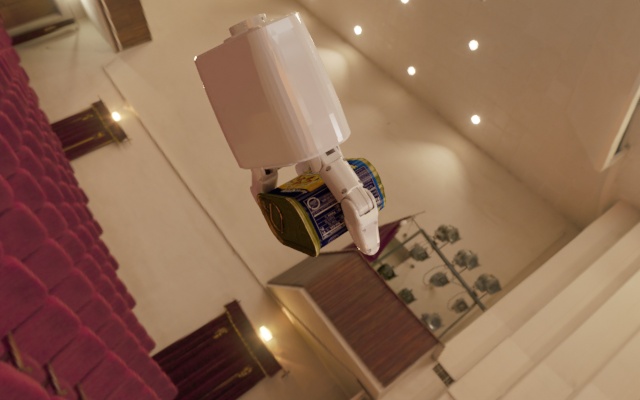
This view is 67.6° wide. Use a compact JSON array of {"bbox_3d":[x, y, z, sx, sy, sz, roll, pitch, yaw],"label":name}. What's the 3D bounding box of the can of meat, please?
[{"bbox_3d":[0.000,0.001,0.445,0.084,0.057,0.102,-31,17,-21],"label":"can of meat"}]
